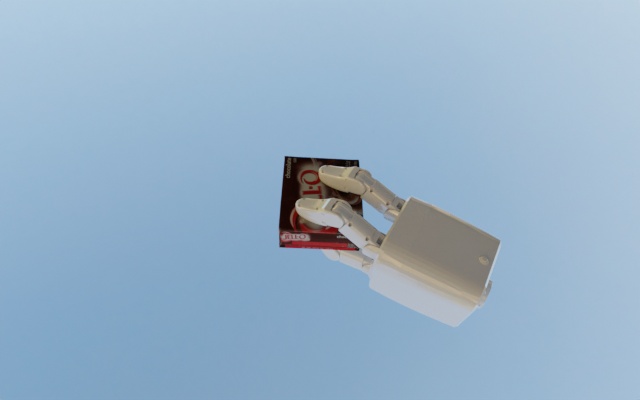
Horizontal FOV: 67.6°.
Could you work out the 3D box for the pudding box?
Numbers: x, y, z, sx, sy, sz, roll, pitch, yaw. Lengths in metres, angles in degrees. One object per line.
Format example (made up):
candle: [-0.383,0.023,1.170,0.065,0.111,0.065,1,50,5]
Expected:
pudding box: [0.000,0.002,0.540,0.090,0.113,0.039,3,-42,-4]
